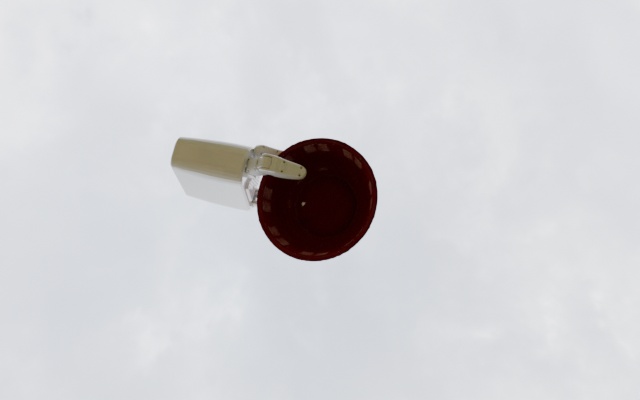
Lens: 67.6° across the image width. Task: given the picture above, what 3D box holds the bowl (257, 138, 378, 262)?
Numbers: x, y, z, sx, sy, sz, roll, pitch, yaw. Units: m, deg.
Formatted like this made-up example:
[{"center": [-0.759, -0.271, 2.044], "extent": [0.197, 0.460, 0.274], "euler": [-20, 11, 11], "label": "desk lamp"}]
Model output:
[{"center": [0.001, 0.003, 0.631], "extent": [0.162, 0.162, 0.055], "euler": [0, -12, 17], "label": "bowl"}]
